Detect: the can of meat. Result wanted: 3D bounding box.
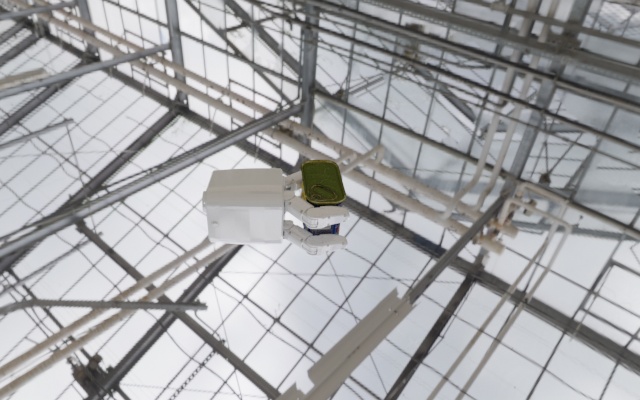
[{"bbox_3d":[0.000,0.003,0.709,0.057,0.084,0.102,-1,39,-9],"label":"can of meat"}]
